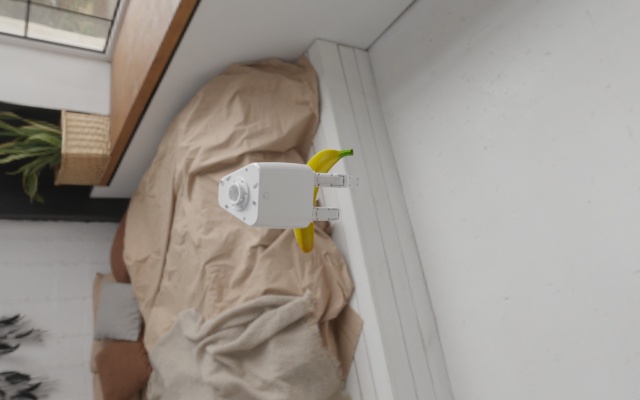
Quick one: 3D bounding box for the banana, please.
[{"bbox_3d":[-0.013,-0.009,0.816,0.069,0.198,0.037,30,16,29],"label":"banana"}]
